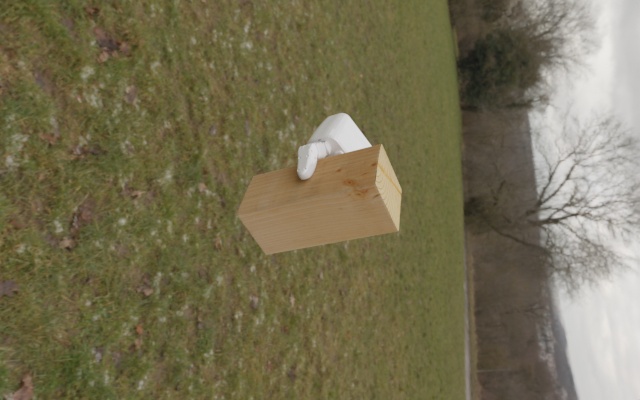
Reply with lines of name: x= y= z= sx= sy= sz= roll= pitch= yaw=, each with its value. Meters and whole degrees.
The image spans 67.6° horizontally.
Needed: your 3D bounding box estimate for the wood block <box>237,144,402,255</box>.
wood block: x=0.000 y=0.002 z=0.677 sx=0.206 sy=0.091 sz=0.090 roll=-13 pitch=38 yaw=23
